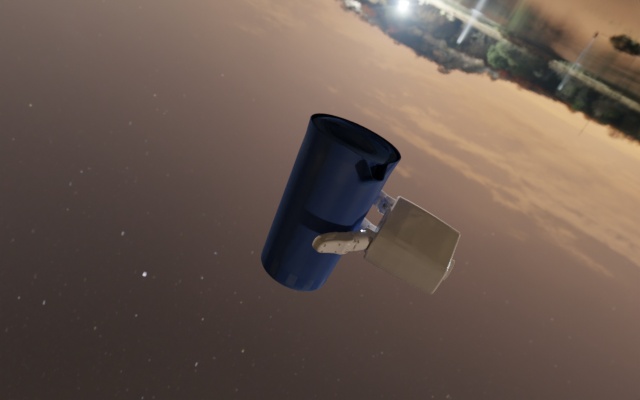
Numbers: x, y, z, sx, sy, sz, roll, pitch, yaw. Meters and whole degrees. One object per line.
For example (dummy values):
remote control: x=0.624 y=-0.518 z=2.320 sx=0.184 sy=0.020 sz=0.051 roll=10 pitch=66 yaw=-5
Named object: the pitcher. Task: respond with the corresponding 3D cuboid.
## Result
pitcher: x=0.000 y=0.002 z=0.692 sx=0.145 sy=0.243 sz=0.149 roll=30 pitch=25 yaw=9
